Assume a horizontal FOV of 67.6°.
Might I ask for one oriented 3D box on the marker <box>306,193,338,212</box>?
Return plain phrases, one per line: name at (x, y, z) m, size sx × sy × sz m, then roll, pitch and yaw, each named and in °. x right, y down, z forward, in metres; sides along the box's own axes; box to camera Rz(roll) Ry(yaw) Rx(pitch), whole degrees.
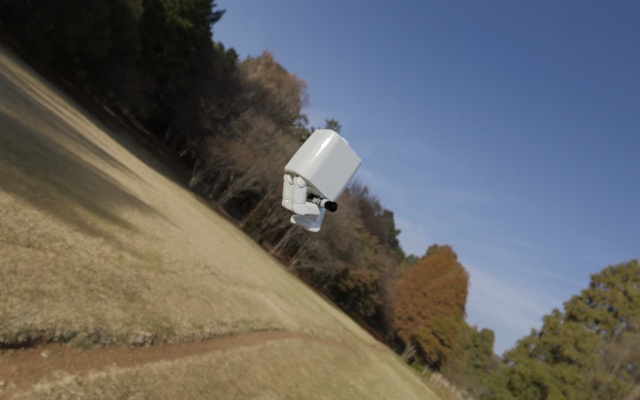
marker at (0.000, 0.003, 0.890) m, size 0.020 × 0.020 × 0.121 m, roll 0°, pitch 9°, yaw -24°
